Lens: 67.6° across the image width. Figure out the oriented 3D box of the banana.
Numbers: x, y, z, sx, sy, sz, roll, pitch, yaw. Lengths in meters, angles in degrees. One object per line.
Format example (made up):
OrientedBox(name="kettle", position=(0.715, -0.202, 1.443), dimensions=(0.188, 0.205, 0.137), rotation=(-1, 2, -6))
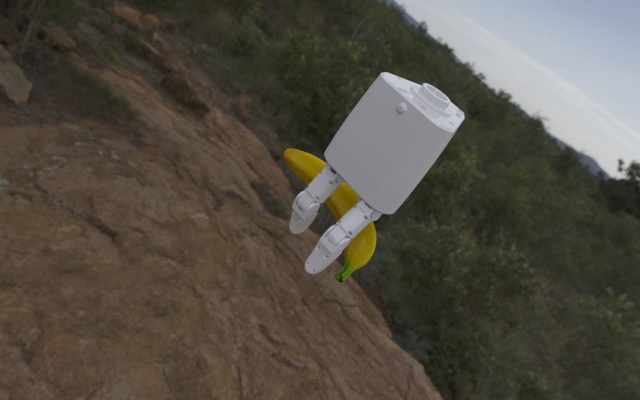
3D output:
OrientedBox(name="banana", position=(0.017, 0.005, 0.563), dimensions=(0.069, 0.197, 0.037), rotation=(1, -44, -32))
